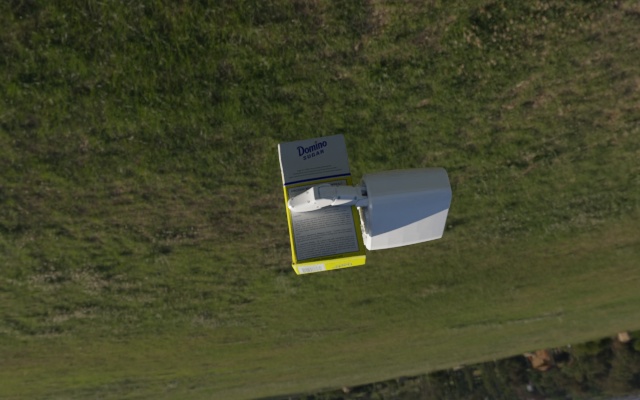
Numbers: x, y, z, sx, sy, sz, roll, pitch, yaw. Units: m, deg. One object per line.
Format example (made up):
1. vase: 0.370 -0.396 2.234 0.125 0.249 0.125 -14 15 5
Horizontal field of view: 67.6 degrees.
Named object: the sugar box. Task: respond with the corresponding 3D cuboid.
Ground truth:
1. sugar box: 0.000 0.002 0.634 0.093 0.176 0.048 -8 -25 0
